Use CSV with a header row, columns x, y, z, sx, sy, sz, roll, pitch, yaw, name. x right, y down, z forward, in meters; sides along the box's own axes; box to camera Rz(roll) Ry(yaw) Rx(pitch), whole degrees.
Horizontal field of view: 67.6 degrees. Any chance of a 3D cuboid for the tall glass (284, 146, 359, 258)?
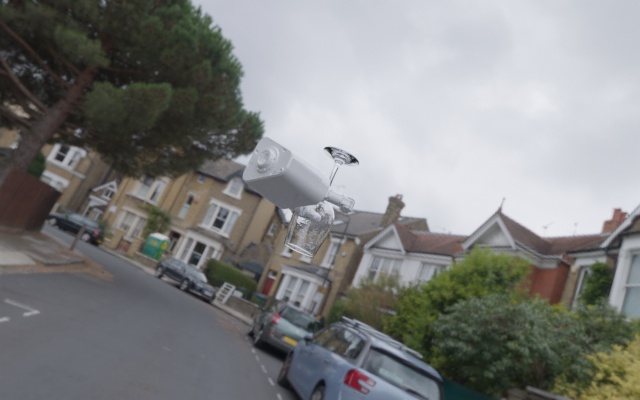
x,y,z,sx,sy,sz,roll,pitch,yaw,name
0.001,0.002,0.894,0.079,0.201,0.079,23,-13,6,tall glass
